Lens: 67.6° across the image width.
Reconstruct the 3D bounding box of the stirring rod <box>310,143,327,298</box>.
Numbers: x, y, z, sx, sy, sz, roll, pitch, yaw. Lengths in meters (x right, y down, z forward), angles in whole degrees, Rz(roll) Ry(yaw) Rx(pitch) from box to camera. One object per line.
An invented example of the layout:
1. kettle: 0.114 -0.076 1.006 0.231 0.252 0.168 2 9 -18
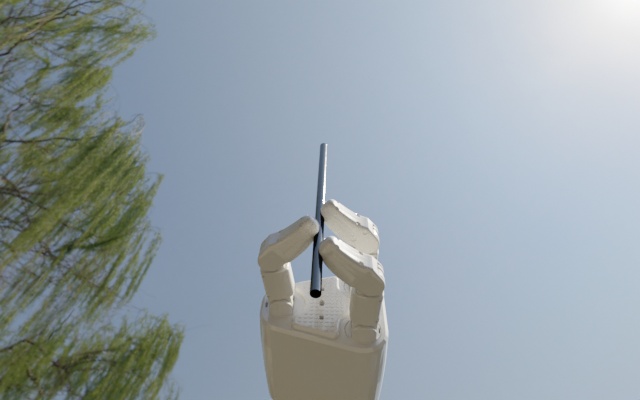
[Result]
1. stirring rod: 0.000 0.001 0.422 0.011 0.011 0.239 0 31 2
